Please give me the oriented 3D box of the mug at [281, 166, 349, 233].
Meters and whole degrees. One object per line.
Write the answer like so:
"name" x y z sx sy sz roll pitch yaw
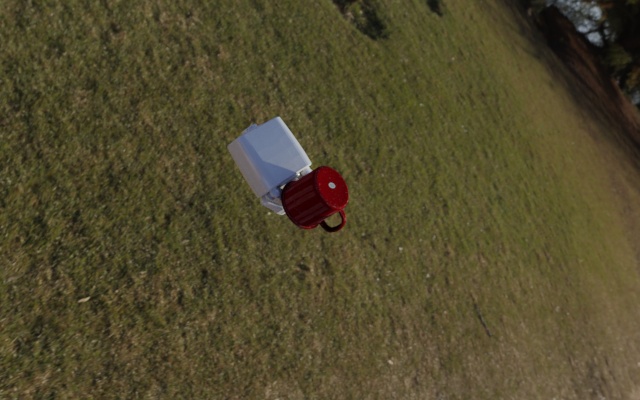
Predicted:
"mug" 0.001 0.004 0.815 0.081 0.117 0.093 -30 5 40
